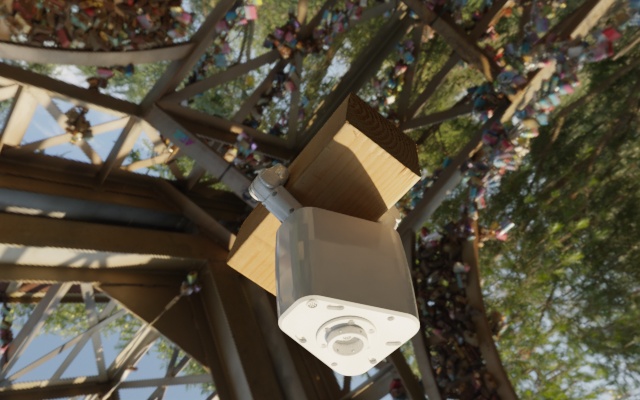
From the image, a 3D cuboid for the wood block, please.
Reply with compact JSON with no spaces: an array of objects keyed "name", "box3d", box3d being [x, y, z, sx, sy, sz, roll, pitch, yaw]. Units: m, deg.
[{"name":"wood block","box3d":[0.000,0.002,0.504,0.091,0.206,0.090,36,28,-13]}]
